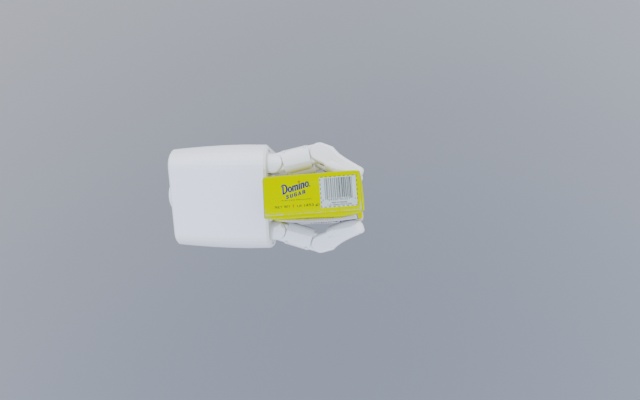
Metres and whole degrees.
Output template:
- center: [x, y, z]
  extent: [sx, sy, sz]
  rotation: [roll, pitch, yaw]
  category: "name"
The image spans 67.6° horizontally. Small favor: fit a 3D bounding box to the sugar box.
- center: [0.000, 0.001, 0.519]
  extent: [0.093, 0.048, 0.176]
  rotation: [-3, -3, 4]
  category: "sugar box"
